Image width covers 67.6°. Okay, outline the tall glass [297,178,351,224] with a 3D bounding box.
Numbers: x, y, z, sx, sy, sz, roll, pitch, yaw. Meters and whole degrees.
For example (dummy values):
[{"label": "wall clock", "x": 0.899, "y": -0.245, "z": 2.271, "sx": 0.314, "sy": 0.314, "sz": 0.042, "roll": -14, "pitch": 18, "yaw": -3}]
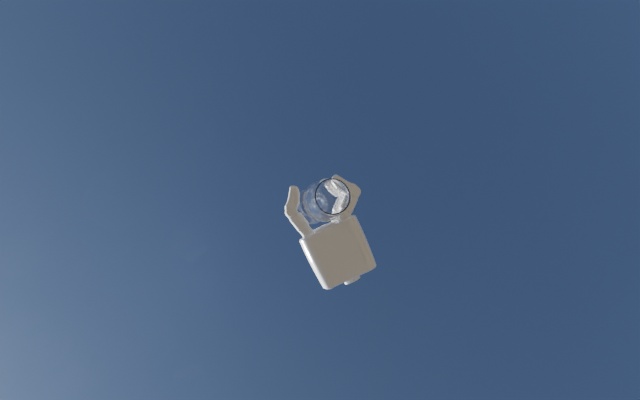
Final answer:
[{"label": "tall glass", "x": 0.000, "y": 0.003, "z": 0.892, "sx": 0.079, "sy": 0.079, "sz": 0.201, "roll": 0, "pitch": -6, "yaw": -12}]
